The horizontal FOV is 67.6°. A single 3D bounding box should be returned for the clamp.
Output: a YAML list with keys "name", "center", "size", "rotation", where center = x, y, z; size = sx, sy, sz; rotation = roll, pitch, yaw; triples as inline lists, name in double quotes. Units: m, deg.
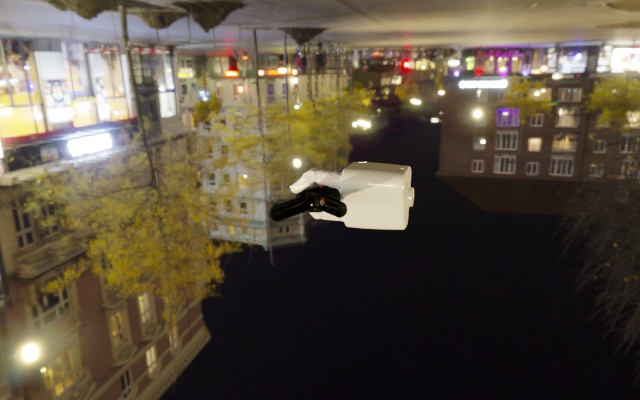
- name: "clamp"
  center: [0.000, 0.003, 0.784]
  size: [0.120, 0.039, 0.171]
  rotation: [4, 16, 17]
